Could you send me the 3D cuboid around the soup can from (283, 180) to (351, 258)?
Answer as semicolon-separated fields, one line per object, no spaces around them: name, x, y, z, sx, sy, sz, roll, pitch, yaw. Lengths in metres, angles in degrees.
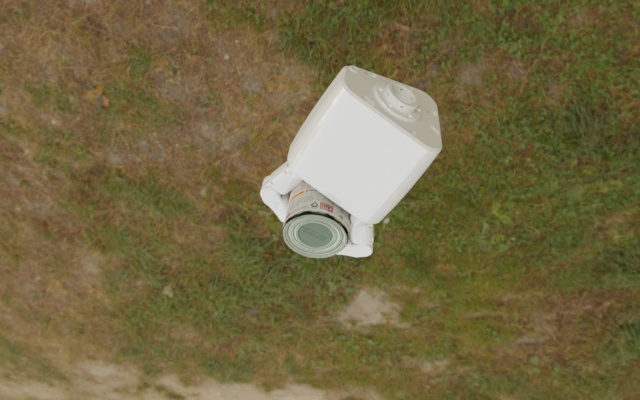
soup can;0.000;0.002;0.508;0.068;0.069;0.102;0;44;8
